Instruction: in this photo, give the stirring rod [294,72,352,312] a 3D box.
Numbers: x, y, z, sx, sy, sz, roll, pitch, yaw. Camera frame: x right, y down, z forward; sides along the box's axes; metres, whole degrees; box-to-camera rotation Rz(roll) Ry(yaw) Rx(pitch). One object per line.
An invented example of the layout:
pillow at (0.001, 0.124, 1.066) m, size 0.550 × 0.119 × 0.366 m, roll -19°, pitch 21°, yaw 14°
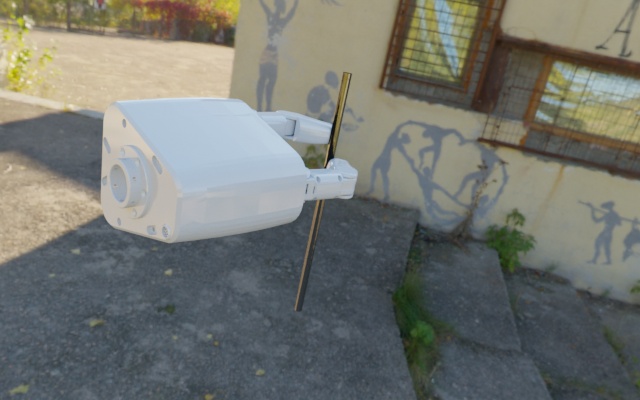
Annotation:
stirring rod at (0.000, 0.002, 0.450) m, size 0.011 × 0.240 × 0.011 m, roll 10°, pitch 20°, yaw -4°
